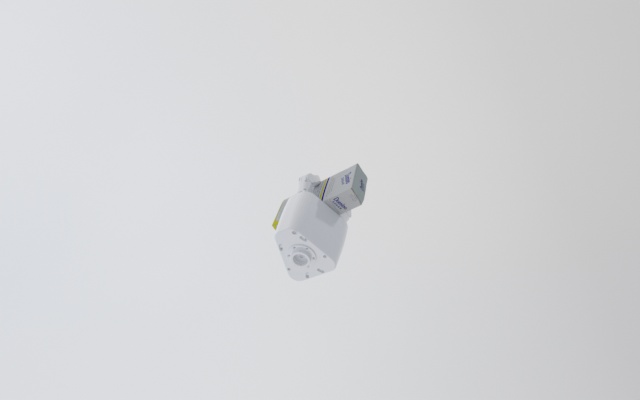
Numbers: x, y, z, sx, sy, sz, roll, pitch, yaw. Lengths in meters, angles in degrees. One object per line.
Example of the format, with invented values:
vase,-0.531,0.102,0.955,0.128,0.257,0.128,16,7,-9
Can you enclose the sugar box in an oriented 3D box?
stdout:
sugar box,0.000,0.003,0.885,0.176,0.048,0.093,-23,26,25
